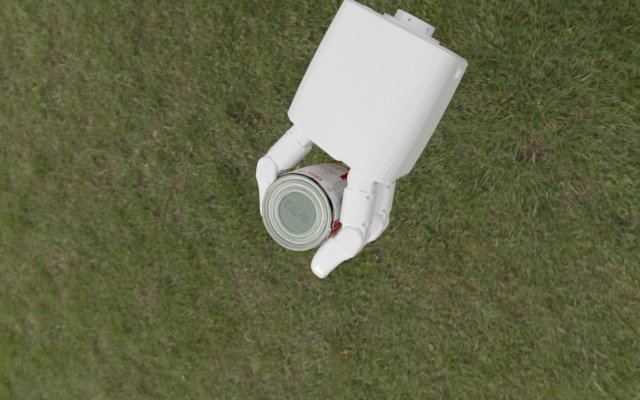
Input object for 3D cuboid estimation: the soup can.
[{"bbox_3d":[0.000,0.002,0.437,0.068,0.068,0.102,0,10,24],"label":"soup can"}]
